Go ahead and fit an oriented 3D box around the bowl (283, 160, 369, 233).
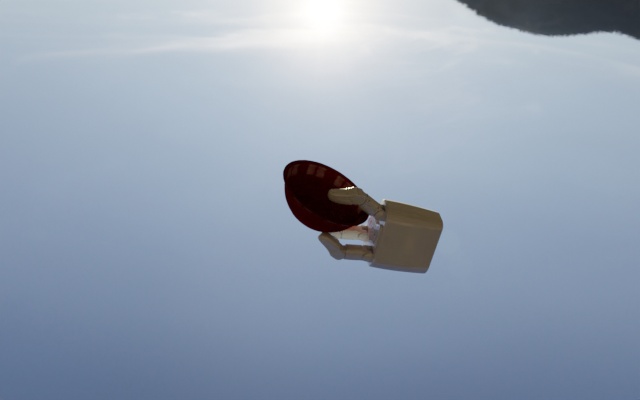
[{"bbox_3d":[-0.001,0.002,0.804,0.162,0.055,0.162,23,33,-15],"label":"bowl"}]
